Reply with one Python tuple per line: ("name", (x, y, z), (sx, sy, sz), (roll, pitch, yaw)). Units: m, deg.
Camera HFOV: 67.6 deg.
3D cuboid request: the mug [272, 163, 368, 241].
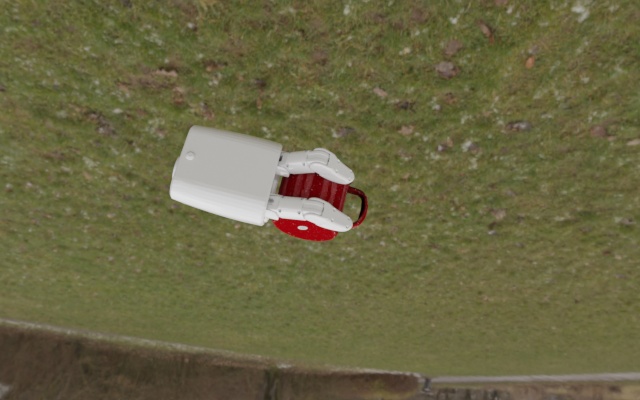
("mug", (0.001, 0.002, 0.585), (0.117, 0.081, 0.093), (14, -22, -4))
